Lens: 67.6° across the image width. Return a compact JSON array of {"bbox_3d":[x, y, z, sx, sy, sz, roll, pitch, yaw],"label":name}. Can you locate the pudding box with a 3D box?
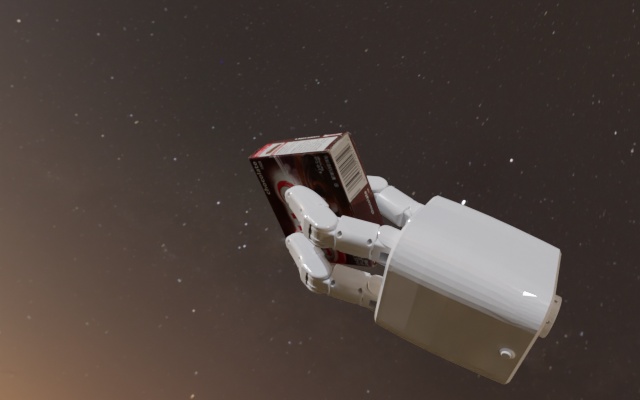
[{"bbox_3d":[0.000,0.001,0.409,0.090,0.113,0.039,-1,30,39],"label":"pudding box"}]
